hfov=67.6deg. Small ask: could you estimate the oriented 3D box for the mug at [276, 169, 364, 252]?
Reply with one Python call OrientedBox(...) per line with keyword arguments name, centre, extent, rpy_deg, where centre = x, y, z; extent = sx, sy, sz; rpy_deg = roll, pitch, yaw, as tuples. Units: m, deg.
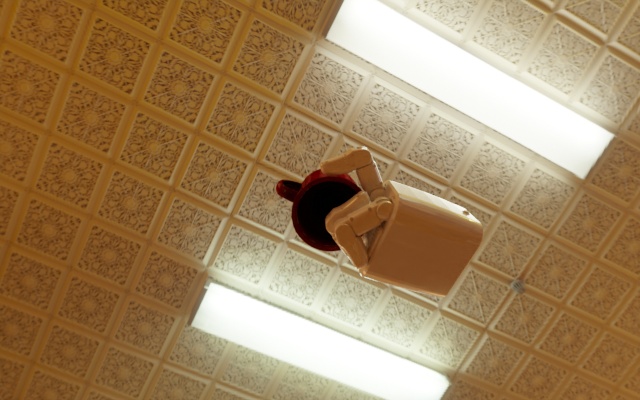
OrientedBox(name="mug", centre=(-0.001, 0.001, 0.596), extent=(0.117, 0.093, 0.081), rpy_deg=(19, 15, -7))
